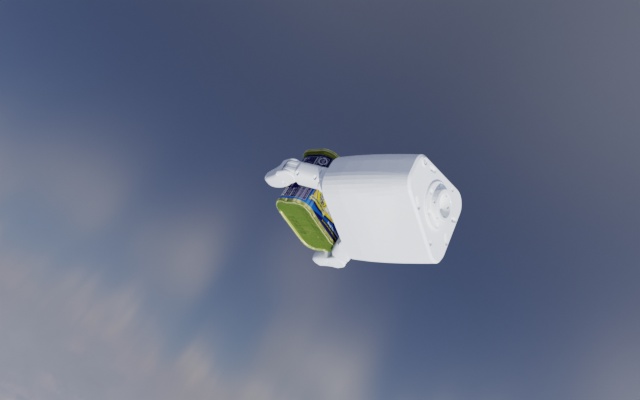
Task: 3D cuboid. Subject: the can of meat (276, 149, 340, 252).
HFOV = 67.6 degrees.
[{"bbox_3d":[0.000,0.002,0.588,0.057,0.084,0.102,3,-40,39],"label":"can of meat"}]
